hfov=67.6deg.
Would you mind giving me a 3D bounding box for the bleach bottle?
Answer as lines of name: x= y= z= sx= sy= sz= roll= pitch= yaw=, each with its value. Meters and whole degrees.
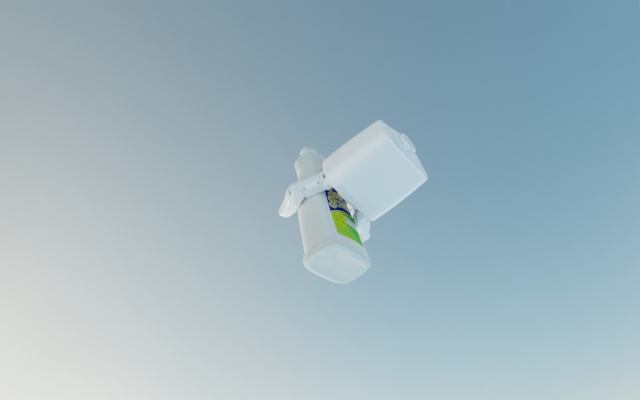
bleach bottle: x=0.000 y=0.003 z=0.742 sx=0.068 sy=0.250 sz=0.103 roll=-37 pitch=-46 yaw=21
